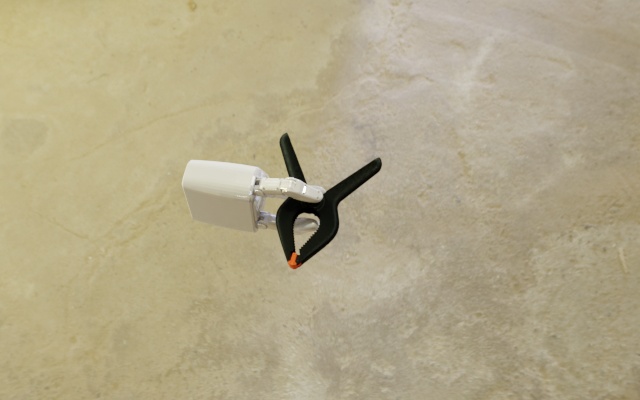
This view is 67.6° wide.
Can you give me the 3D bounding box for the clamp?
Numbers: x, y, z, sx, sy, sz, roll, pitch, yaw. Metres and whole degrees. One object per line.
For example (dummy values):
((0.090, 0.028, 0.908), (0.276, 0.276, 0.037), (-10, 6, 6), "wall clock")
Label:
((0.000, 0.003, 0.714), (0.164, 0.210, 0.036), (9, -21, 6), "clamp")
